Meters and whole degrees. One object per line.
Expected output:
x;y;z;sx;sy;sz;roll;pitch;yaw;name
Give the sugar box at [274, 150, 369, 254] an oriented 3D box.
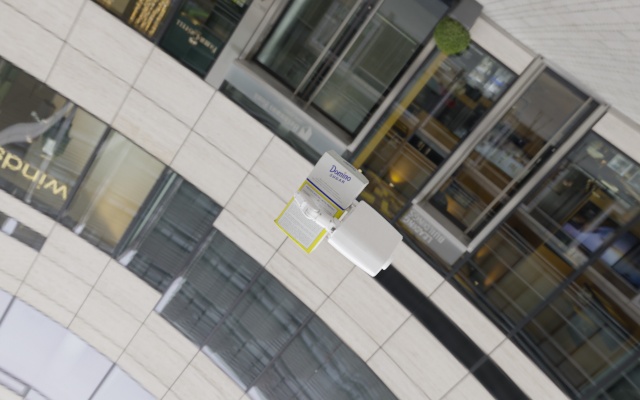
0.000;0.003;0.882;0.093;0.176;0.048;41;19;8;sugar box
